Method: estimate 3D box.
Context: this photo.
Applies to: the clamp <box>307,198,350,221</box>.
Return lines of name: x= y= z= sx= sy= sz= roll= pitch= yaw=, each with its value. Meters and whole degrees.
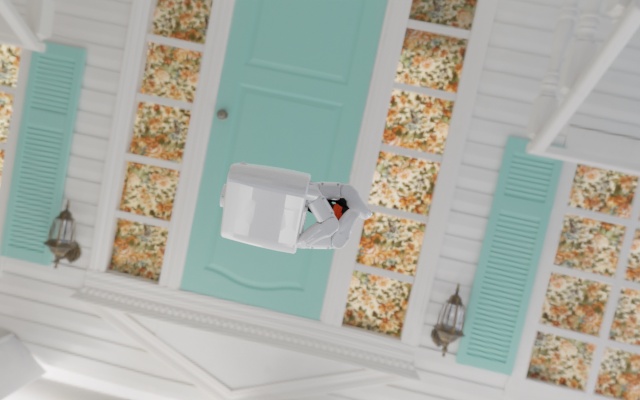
clamp: x=0.000 y=0.003 z=0.746 sx=0.120 sy=0.039 sz=0.171 roll=11 pitch=5 yaw=-1
